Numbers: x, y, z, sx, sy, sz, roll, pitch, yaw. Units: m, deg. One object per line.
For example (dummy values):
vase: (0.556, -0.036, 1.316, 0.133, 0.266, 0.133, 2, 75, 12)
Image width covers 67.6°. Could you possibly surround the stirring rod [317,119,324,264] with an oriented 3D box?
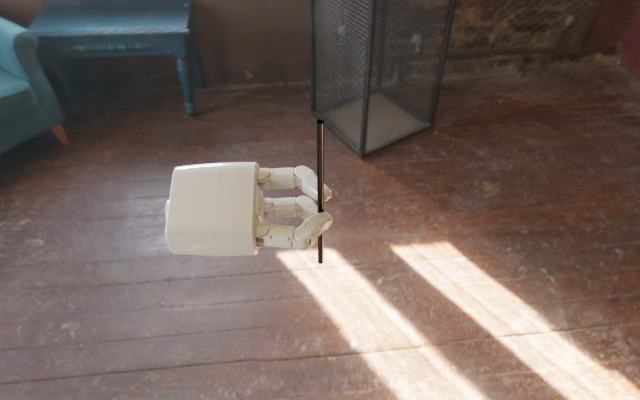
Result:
stirring rod: (0.000, 0.002, 0.584, 0.011, 0.011, 0.240, 0, -44, 0)
